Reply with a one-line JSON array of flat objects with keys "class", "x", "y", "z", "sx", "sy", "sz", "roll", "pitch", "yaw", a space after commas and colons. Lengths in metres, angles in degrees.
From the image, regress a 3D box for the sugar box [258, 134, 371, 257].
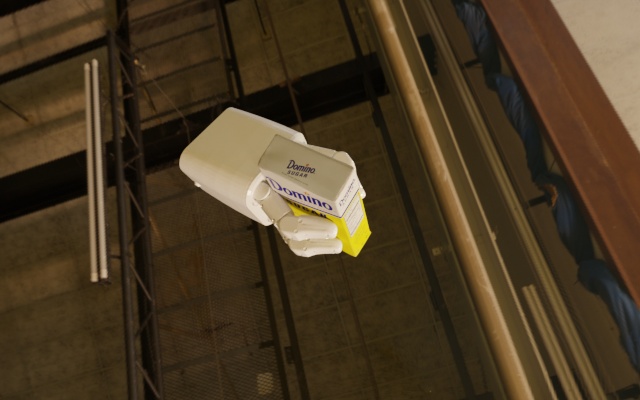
[{"class": "sugar box", "x": 0.000, "y": 0.002, "z": 0.530, "sx": 0.093, "sy": 0.048, "sz": 0.176, "roll": 25, "pitch": -14, "yaw": 21}]
